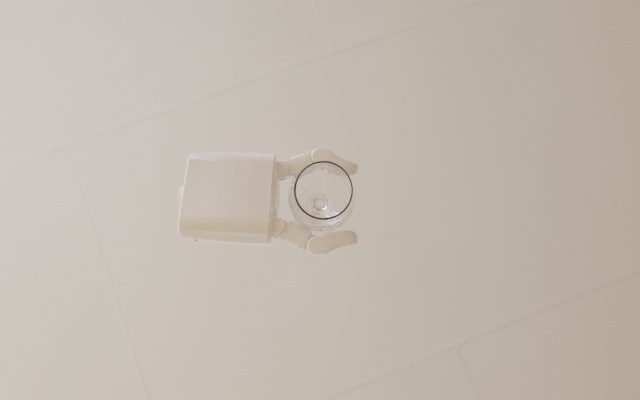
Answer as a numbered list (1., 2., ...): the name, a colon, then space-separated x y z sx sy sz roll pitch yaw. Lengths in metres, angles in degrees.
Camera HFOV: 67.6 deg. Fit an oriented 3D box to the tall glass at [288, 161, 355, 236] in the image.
1. tall glass: 0.000 0.002 0.592 0.079 0.079 0.201 0 -7 -2
